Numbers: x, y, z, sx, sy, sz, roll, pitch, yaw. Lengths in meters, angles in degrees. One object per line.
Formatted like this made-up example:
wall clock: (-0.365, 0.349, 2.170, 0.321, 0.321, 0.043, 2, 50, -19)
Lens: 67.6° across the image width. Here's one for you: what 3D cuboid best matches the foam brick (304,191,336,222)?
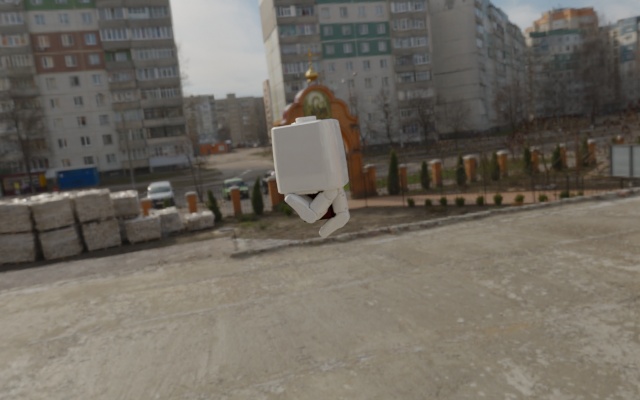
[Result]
foam brick: (0.000, 0.003, 0.826, 0.053, 0.051, 0.078, -9, 6, 11)
